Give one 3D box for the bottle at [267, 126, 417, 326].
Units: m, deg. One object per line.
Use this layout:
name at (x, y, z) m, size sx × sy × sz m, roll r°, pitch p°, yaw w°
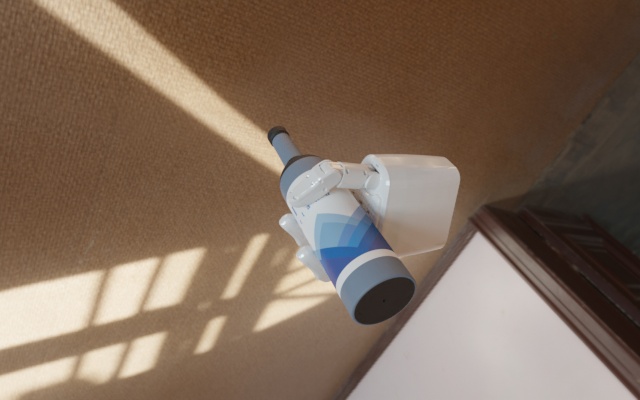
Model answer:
bottle at (0.000, 0.002, 0.530) m, size 0.069 × 0.069 × 0.295 m, roll 0°, pitch 37°, yaw -30°
